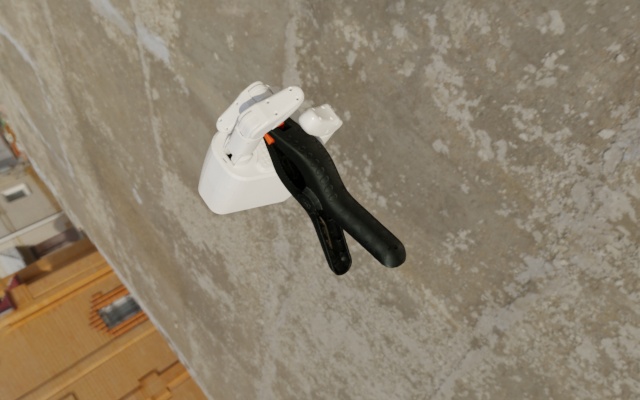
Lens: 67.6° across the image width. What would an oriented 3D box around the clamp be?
[{"bbox_3d":[0.000,0.002,0.445,0.039,0.171,0.120,-32,-7,-31],"label":"clamp"}]
